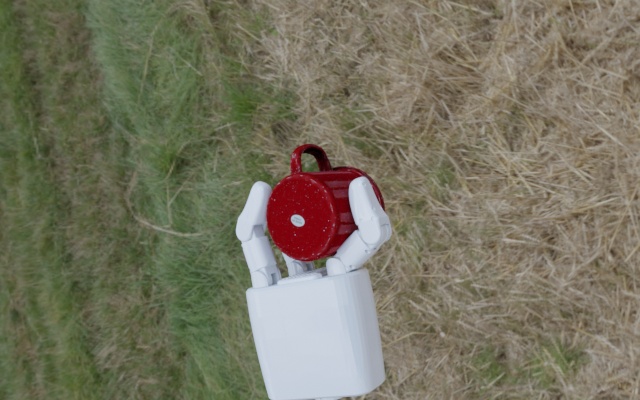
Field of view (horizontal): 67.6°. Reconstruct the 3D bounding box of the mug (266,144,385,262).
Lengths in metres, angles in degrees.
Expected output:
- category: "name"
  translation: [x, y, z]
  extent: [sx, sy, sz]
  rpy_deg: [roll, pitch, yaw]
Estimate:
- category: "mug"
  translation: [0.000, 0.000, 0.460]
  extent: [0.093, 0.117, 0.081]
  rpy_deg: [-15, -5, 34]
